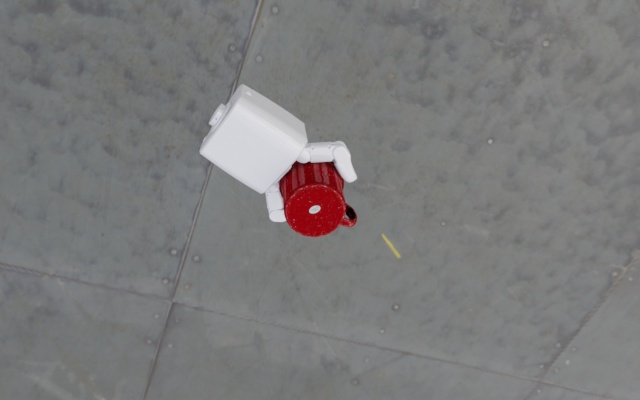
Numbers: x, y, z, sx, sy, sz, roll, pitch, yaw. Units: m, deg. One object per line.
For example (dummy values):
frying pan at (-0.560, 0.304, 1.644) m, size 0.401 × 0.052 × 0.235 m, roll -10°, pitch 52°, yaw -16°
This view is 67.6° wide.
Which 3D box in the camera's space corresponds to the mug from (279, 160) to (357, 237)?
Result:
mug at (0.001, 0.003, 0.651) m, size 0.117 × 0.093 × 0.081 m, roll 31°, pitch 21°, yaw -19°
